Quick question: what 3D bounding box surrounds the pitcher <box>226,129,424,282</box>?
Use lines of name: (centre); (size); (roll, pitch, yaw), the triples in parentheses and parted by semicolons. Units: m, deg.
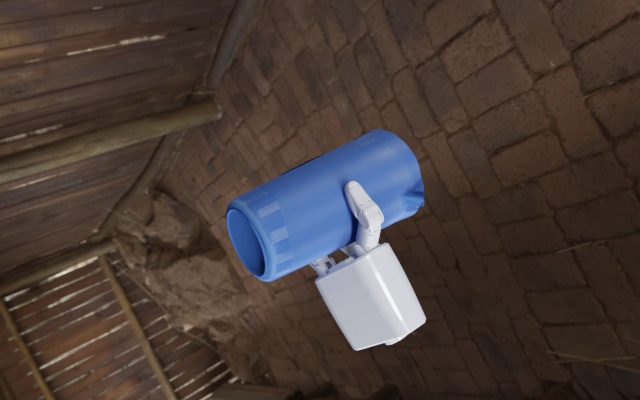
pitcher: (0.000, 0.002, 0.627); (0.243, 0.145, 0.149); (-25, -7, -30)
